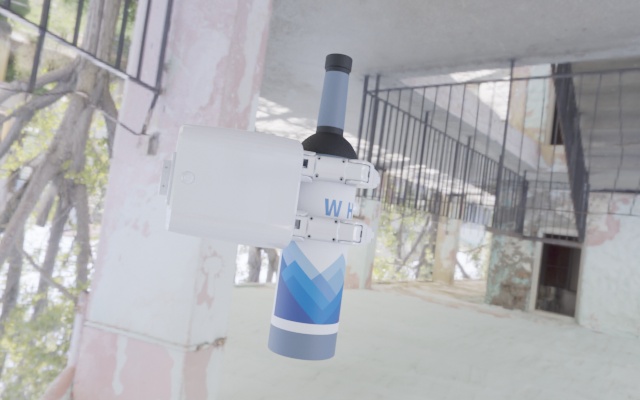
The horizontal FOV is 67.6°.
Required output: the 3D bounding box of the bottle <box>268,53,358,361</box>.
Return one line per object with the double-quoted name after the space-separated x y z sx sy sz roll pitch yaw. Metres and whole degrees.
0.000 0.002 0.476 0.069 0.295 0.069 7 -3 0 "bottle"
